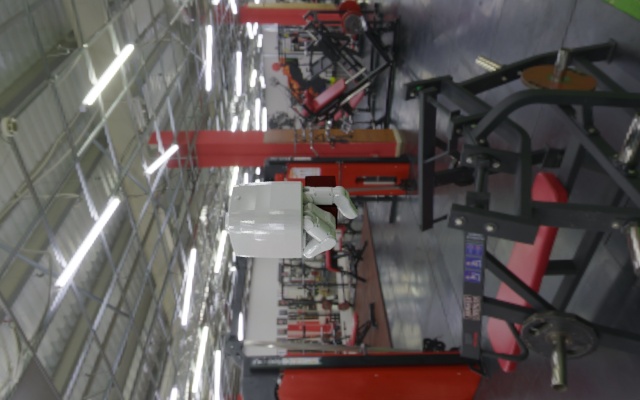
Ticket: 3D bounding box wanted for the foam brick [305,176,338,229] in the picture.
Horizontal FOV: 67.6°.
[{"bbox_3d":[0.000,0.002,0.770,0.051,0.053,0.078,-1,40,-2],"label":"foam brick"}]
